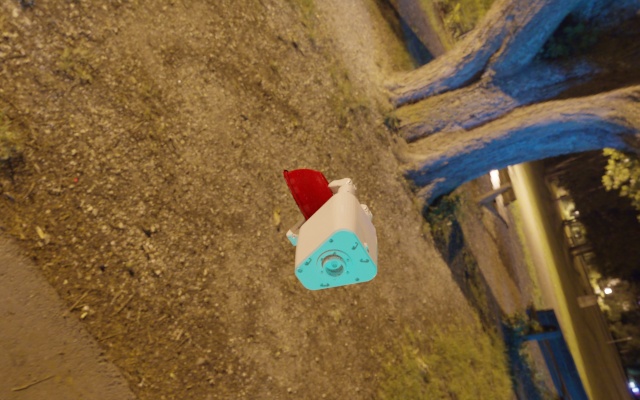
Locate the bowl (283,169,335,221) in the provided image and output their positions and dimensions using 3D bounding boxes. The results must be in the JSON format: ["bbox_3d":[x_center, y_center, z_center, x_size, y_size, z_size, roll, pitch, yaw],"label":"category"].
[{"bbox_3d":[0.000,0.002,0.828,0.055,0.162,0.162,-31,-3,5],"label":"bowl"}]
